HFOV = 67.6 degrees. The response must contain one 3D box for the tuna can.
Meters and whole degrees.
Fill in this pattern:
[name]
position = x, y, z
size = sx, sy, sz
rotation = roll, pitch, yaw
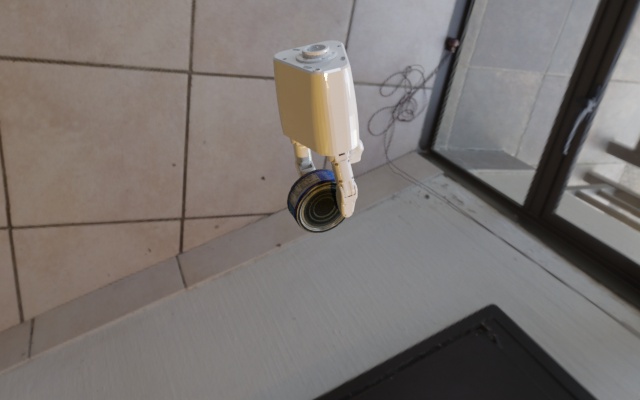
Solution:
[tuna can]
position = 0.000, 0.002, 0.650
size = 0.086, 0.086, 0.033
rotation = 0, 33, -28
